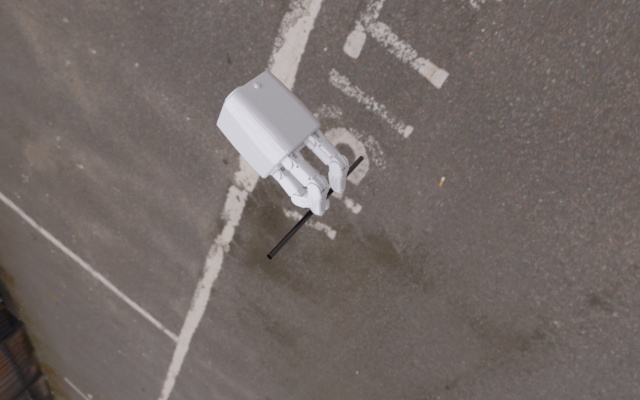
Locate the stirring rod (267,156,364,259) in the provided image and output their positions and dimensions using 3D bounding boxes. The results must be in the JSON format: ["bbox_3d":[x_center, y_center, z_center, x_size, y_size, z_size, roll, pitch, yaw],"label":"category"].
[{"bbox_3d":[0.000,0.002,0.676,0.011,0.011,0.239,0,35,41],"label":"stirring rod"}]
